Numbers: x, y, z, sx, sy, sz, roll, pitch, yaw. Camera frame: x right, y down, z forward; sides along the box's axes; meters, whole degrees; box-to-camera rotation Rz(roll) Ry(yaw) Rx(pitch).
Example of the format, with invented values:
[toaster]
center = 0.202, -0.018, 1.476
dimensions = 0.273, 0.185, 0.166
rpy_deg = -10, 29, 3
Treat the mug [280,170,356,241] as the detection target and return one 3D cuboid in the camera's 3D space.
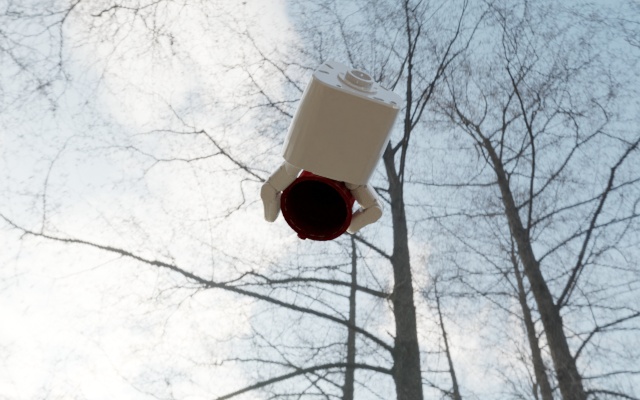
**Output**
[mug]
center = 0.000, 0.003, 0.628
dimensions = 0.093, 0.117, 0.081
rpy_deg = 26, 33, 2
